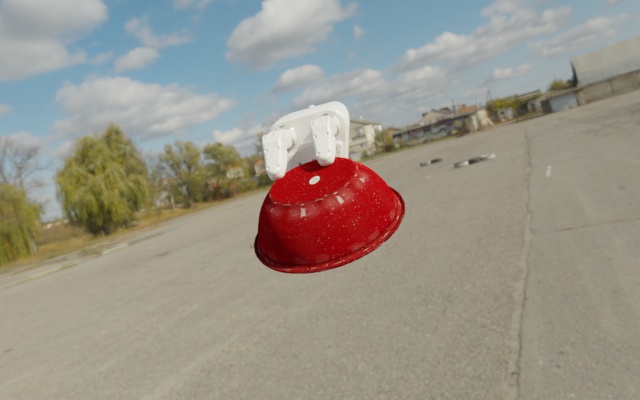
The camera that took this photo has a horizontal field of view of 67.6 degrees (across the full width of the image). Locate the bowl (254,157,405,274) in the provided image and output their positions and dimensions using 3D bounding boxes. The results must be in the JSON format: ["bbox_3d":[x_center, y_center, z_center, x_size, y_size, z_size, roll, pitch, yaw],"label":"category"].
[{"bbox_3d":[0.000,0.002,0.480,0.162,0.055,0.162,-15,28,8],"label":"bowl"}]
